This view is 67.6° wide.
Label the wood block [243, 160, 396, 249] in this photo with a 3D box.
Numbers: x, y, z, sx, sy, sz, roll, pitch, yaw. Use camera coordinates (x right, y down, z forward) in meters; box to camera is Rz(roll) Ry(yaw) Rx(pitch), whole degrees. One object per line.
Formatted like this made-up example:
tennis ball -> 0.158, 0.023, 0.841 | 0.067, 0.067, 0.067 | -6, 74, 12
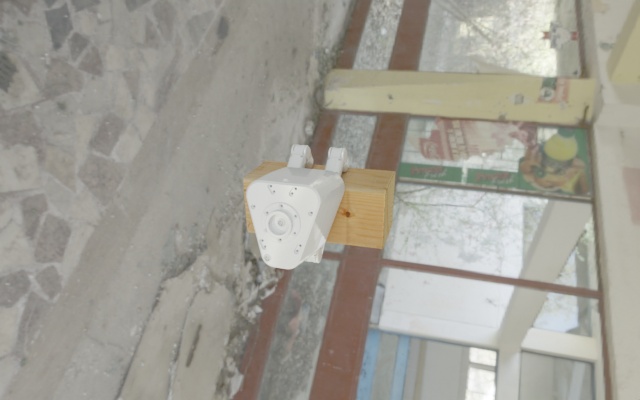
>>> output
wood block -> 0.000, 0.003, 0.711 | 0.206, 0.091, 0.090 | 6, 24, 15
